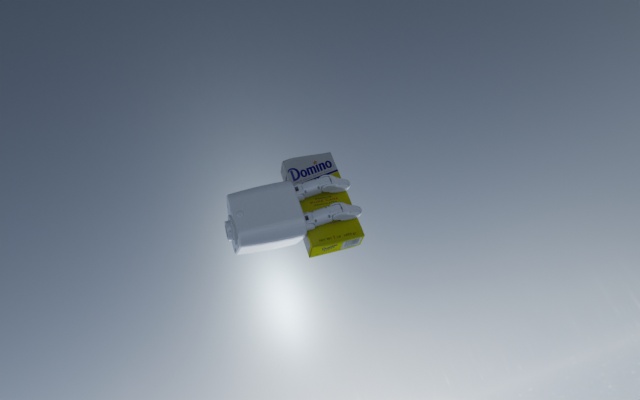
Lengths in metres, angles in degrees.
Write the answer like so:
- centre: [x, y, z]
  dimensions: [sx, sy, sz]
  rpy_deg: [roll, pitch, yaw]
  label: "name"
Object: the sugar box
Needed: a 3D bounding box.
- centre: [0.000, 0.002, 0.808]
  dimensions: [0.093, 0.176, 0.048]
  rpy_deg: [-12, -28, -17]
  label: "sugar box"
